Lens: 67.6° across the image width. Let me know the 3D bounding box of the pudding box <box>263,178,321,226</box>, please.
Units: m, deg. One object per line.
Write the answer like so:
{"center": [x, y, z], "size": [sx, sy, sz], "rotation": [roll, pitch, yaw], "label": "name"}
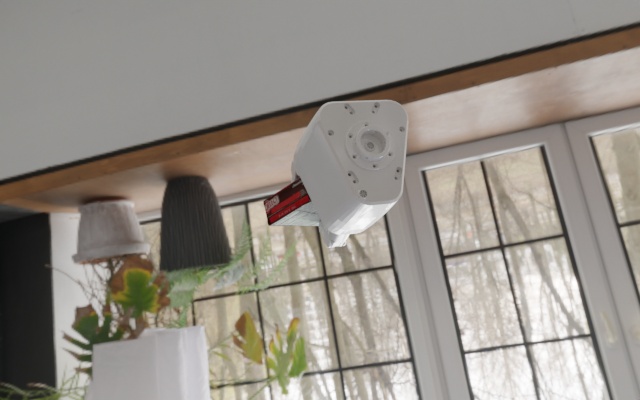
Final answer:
{"center": [0.000, 0.002, 0.594], "size": [0.113, 0.039, 0.090], "rotation": [5, -24, -42], "label": "pudding box"}
